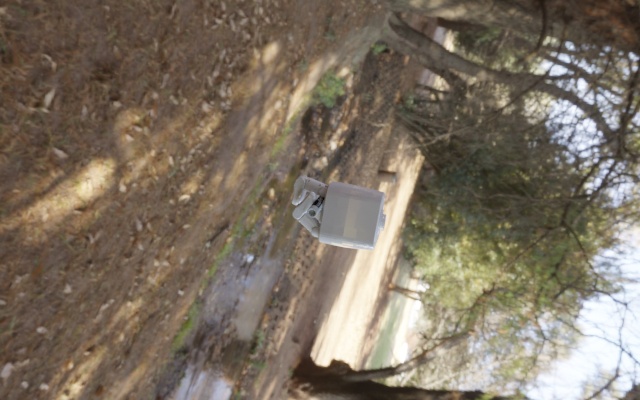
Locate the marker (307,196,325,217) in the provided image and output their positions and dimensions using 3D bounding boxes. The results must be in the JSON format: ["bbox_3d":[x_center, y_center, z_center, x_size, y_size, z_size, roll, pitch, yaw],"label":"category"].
[{"bbox_3d":[0.000,0.003,0.899,0.020,0.020,0.121,0,18,15],"label":"marker"}]
